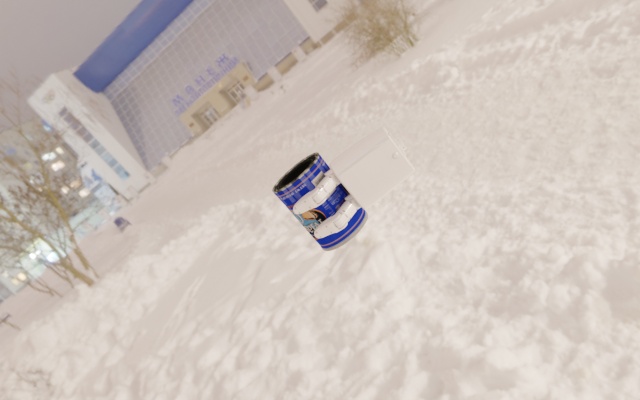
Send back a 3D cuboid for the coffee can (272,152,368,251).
[{"bbox_3d":[0.000,0.003,0.828,0.103,0.140,0.102,-37,16,12],"label":"coffee can"}]
